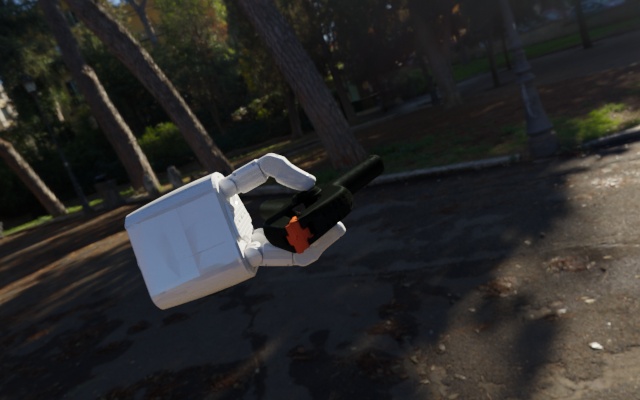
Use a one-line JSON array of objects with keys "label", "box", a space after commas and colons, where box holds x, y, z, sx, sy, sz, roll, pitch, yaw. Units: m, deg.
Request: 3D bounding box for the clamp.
[{"label": "clamp", "box": [0.000, 0.001, 0.501, 0.164, 0.036, 0.210, -25, 10, 5]}]
